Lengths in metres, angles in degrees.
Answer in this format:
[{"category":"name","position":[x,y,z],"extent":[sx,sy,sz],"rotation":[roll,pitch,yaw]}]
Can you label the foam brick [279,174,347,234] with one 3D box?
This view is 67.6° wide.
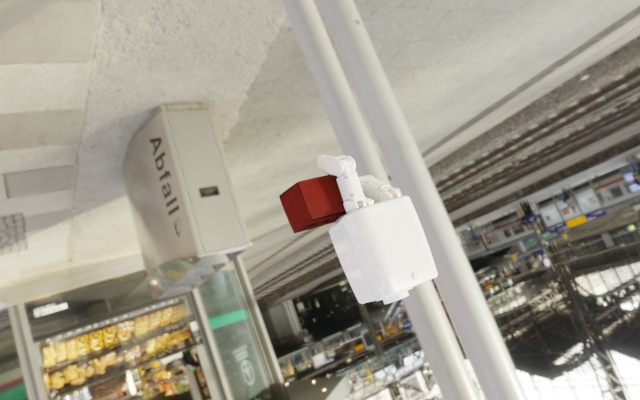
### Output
[{"category":"foam brick","position":[0.000,0.002,0.588],"extent":[0.078,0.051,0.053],"rotation":[-14,-11,-32]}]
